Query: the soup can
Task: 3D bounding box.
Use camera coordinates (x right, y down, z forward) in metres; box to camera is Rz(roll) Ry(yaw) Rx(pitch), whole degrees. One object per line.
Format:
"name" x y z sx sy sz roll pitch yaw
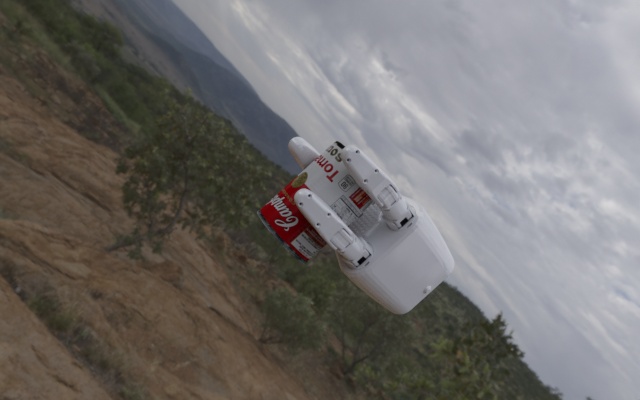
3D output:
"soup can" 0.000 0.001 0.454 0.102 0.068 0.068 -42 -1 1
